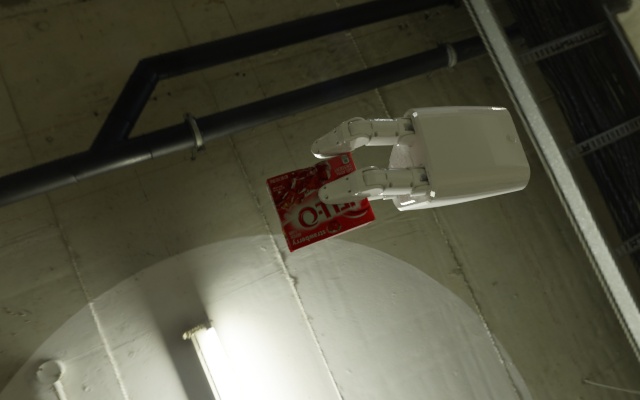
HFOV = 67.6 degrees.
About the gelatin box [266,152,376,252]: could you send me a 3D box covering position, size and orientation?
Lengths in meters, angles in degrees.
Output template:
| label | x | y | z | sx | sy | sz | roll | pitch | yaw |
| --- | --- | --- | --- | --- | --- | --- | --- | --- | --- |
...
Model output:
| label | x | y | z | sx | sy | sz | roll | pitch | yaw |
| --- | --- | --- | --- | --- | --- | --- | --- | --- | --- |
| gelatin box | 0.000 | 0.002 | 0.466 | 0.089 | 0.073 | 0.030 | -19 | -7 | -11 |
